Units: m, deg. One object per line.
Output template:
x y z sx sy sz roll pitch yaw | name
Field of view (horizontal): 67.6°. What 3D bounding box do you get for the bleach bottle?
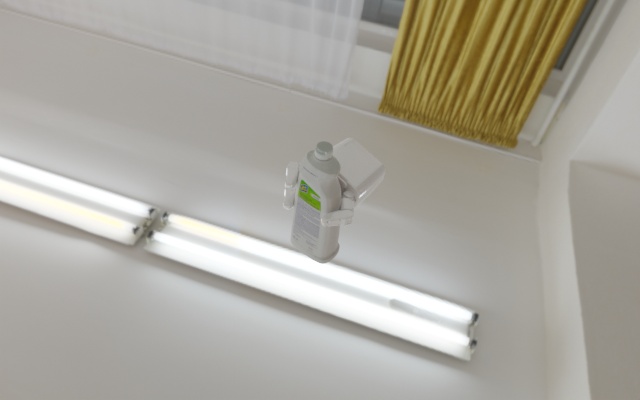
0.000 0.003 0.885 0.102 0.251 0.068 31 48 22 | bleach bottle
